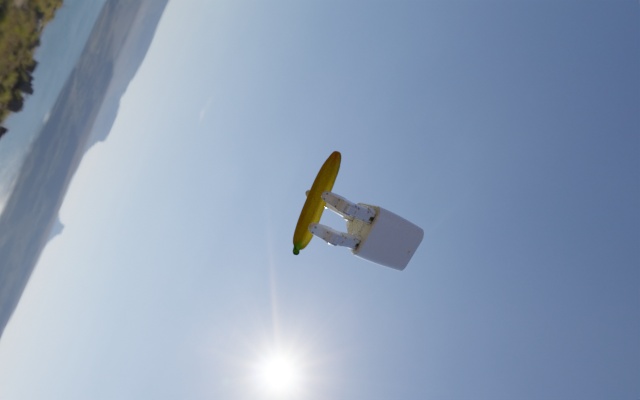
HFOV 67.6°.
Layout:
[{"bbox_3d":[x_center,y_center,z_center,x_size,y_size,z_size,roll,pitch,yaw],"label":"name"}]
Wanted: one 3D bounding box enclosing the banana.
[{"bbox_3d":[-0.007,0.007,0.850,0.037,0.197,0.069,24,-11,-14],"label":"banana"}]
